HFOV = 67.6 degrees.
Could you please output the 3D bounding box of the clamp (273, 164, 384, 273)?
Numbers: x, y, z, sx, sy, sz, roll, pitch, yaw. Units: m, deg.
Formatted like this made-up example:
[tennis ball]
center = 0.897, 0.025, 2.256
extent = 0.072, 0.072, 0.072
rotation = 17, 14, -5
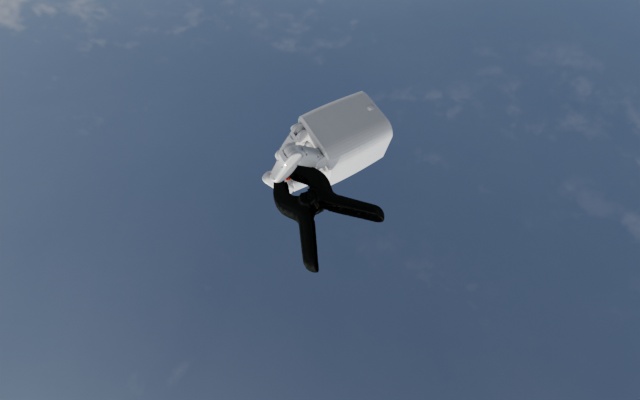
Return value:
[clamp]
center = 0.000, 0.002, 0.634
extent = 0.120, 0.171, 0.039
rotation = -26, -31, -11
